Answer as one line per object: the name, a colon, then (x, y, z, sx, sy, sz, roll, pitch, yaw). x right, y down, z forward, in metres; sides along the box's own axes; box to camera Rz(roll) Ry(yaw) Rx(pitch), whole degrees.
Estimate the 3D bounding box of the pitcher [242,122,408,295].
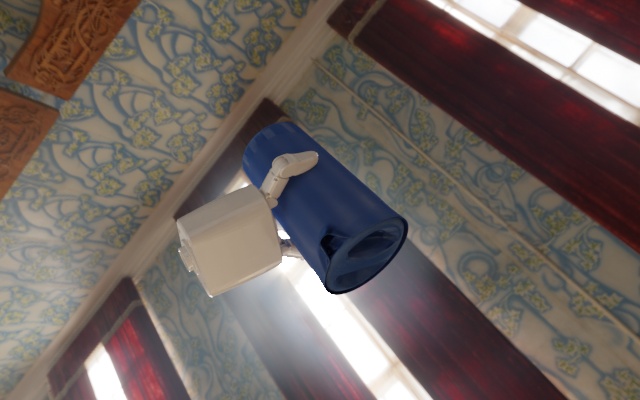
pitcher: (0.000, 0.002, 0.662, 0.145, 0.149, 0.242, -26, 54, -23)
